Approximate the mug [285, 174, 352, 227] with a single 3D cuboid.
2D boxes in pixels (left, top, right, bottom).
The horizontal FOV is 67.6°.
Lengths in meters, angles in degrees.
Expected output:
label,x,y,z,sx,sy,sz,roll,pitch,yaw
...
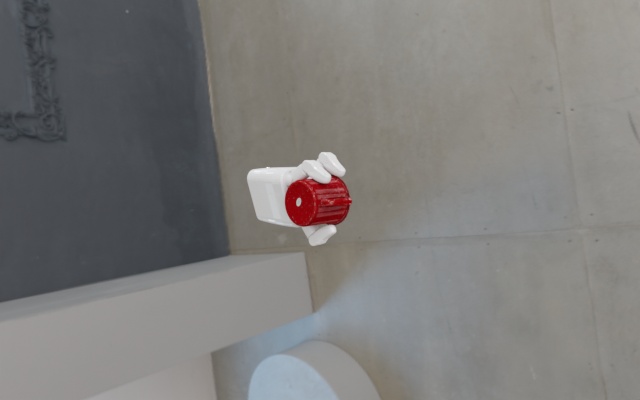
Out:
label,x,y,z,sx,sy,sz,roll,pitch,yaw
mug,0.001,0.003,0.829,0.117,0.093,0.081,4,7,44
